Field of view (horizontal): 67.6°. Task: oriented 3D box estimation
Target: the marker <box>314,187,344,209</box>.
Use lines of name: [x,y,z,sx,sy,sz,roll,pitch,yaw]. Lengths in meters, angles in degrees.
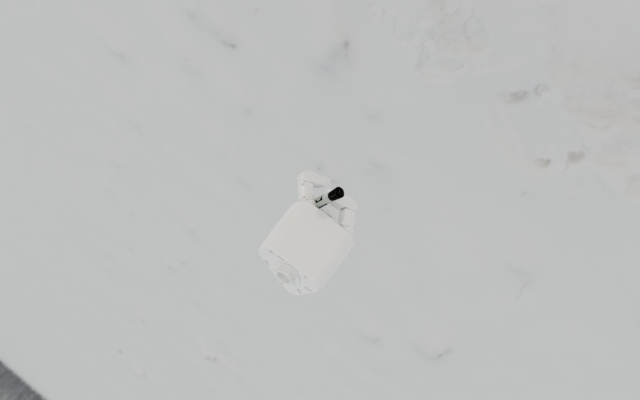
marker: [0.000,0.002,0.777,0.020,0.020,0.121,0,-16,-34]
